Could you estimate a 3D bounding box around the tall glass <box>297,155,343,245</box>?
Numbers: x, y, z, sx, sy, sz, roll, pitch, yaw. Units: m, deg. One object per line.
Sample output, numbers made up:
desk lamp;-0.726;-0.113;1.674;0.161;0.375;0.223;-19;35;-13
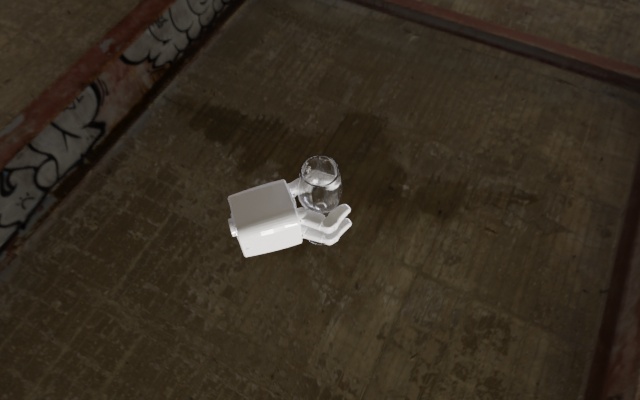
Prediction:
tall glass;0.000;0.003;0.846;0.079;0.079;0.201;0;-31;1
